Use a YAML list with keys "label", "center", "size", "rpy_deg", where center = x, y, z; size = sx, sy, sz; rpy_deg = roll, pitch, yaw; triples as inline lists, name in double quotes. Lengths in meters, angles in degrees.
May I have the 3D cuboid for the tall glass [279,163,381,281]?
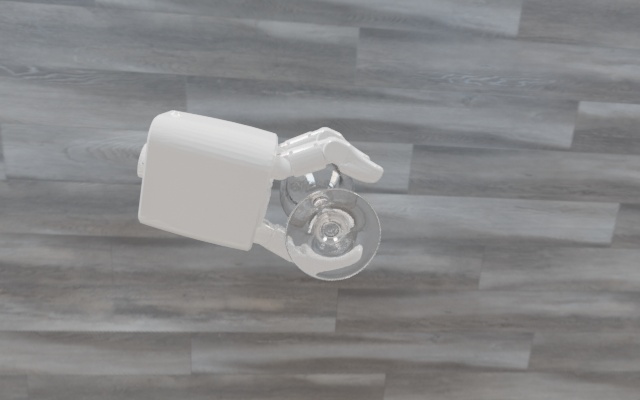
- label: "tall glass"
  center: [0.000, 0.002, 0.458]
  size: [0.079, 0.079, 0.201]
  rpy_deg: [0, 15, -5]
